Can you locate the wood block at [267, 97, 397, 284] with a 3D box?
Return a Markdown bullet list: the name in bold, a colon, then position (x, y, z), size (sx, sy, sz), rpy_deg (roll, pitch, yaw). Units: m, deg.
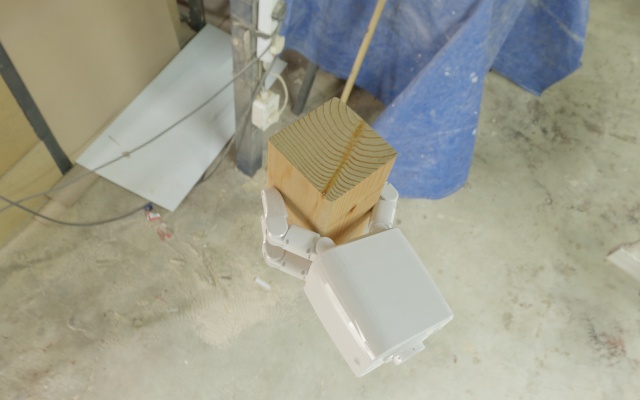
- **wood block**: position (0.001, 0.002, 0.528), size (0.091, 0.090, 0.206), rpy_deg (-36, -20, -25)
